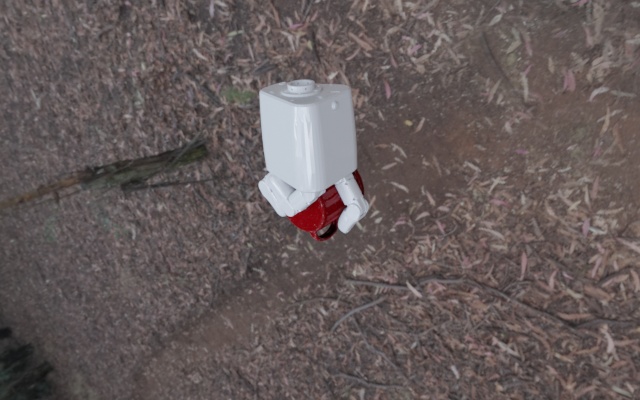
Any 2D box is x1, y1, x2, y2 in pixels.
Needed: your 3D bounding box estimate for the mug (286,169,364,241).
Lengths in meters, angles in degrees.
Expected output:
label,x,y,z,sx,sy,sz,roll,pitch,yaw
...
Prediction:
label,x,y,z,sx,sy,sz,roll,pitch,yaw
mug,0.000,0.004,0.659,0.093,0.117,0.081,17,35,36
